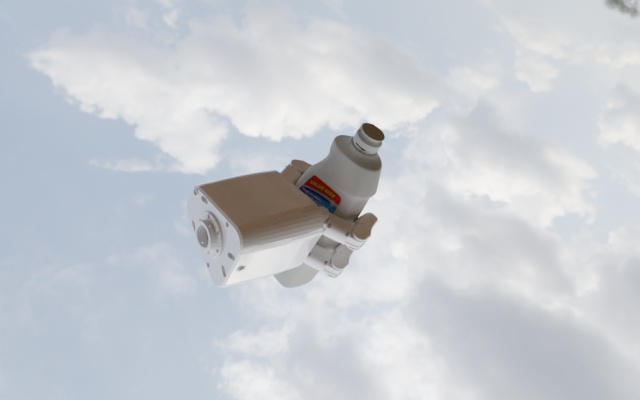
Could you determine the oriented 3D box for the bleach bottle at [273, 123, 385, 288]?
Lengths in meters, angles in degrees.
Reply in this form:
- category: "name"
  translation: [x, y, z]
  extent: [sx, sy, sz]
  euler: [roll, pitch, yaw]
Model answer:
- category: "bleach bottle"
  translation: [0.000, 0.002, 0.590]
  extent: [0.068, 0.102, 0.251]
  euler: [-12, -33, -40]
